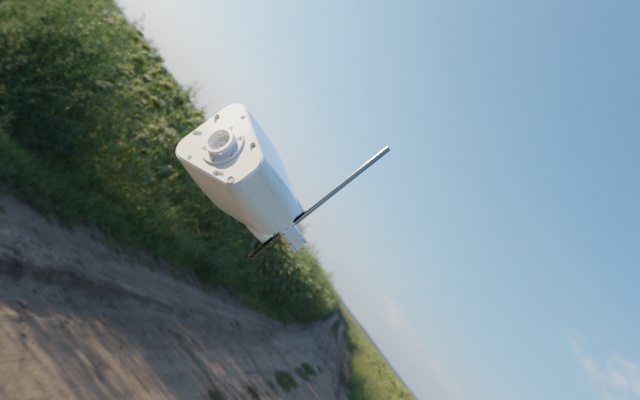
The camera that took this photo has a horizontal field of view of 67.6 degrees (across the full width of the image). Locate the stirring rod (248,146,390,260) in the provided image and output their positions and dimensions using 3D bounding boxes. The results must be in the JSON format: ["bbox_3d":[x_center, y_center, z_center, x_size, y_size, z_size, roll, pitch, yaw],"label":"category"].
[{"bbox_3d":[0.000,0.002,0.646,0.239,0.011,0.011,-38,5,-7],"label":"stirring rod"}]
